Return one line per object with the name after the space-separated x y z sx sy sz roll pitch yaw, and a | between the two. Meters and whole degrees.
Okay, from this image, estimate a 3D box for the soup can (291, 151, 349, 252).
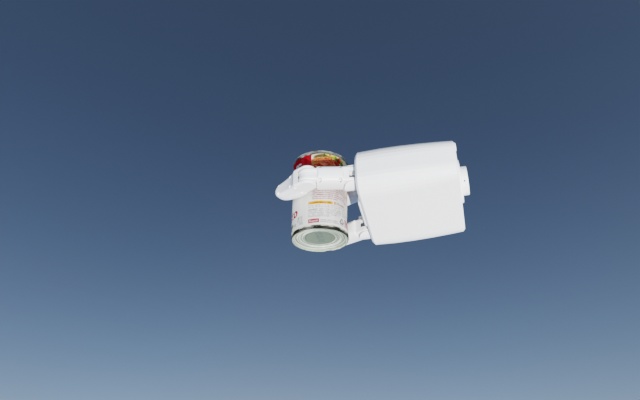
0.000 0.002 0.567 0.068 0.102 0.068 0 -29 0 | soup can
